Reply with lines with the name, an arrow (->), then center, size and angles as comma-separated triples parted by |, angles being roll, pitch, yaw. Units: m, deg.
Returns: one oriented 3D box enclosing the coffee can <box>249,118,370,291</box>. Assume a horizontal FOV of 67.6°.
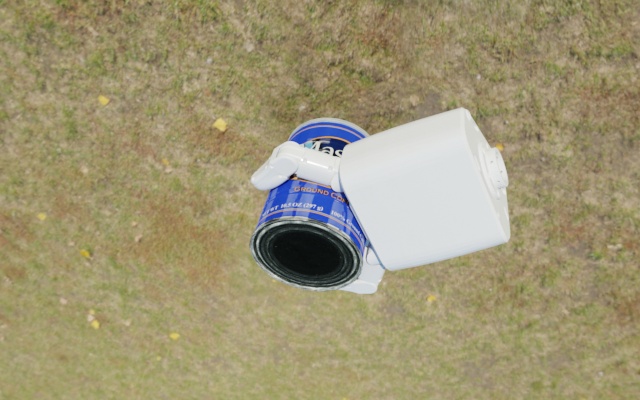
coffee can -> 0.000, 0.001, 0.468 | 0.103, 0.140, 0.103 | 8, -43, 8
